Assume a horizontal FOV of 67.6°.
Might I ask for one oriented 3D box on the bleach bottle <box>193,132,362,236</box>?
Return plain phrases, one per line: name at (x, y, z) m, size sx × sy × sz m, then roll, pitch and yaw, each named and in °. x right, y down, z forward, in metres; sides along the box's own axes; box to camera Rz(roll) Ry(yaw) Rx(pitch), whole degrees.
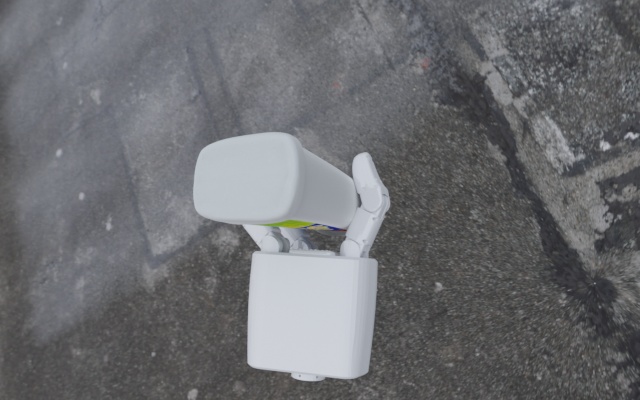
bleach bottle at (0.000, 0.001, 0.462) m, size 0.102 × 0.068 × 0.251 m, roll -2°, pitch -10°, yaw 30°
